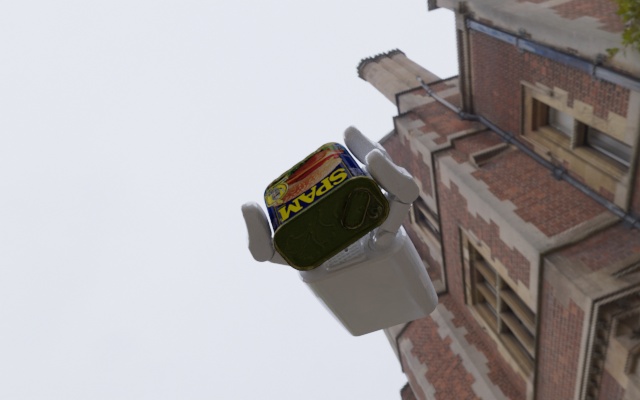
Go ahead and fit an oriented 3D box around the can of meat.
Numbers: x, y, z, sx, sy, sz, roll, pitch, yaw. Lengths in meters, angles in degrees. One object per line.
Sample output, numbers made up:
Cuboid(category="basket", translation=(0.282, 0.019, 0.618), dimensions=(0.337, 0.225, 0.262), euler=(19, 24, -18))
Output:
Cuboid(category="can of meat", translation=(0.000, 0.001, 0.437), dimensions=(0.102, 0.057, 0.084), euler=(-34, 33, 5))
